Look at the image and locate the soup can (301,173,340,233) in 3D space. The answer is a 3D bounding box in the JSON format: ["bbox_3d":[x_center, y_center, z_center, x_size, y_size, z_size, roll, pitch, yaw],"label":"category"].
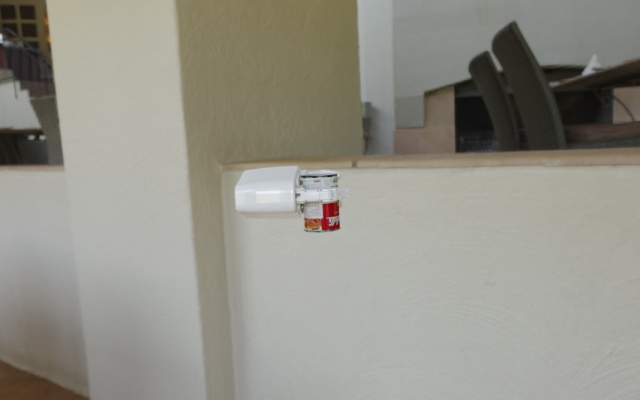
[{"bbox_3d":[0.001,0.003,0.872,0.068,0.102,0.068,-3,7,0],"label":"soup can"}]
